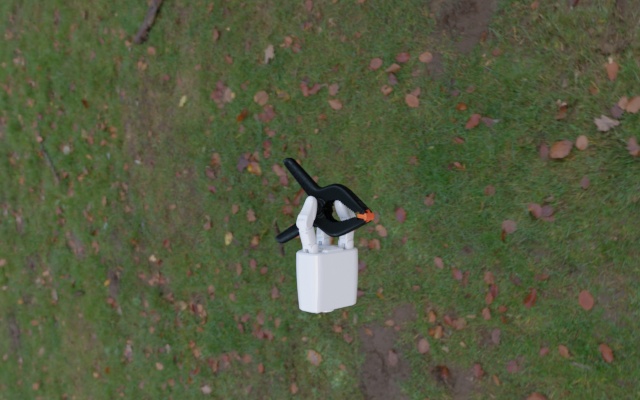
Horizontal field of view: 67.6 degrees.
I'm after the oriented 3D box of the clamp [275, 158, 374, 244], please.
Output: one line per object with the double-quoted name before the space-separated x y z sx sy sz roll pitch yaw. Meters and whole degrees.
"clamp" 0.000 0.003 0.863 0.210 0.164 0.036 2 3 37
